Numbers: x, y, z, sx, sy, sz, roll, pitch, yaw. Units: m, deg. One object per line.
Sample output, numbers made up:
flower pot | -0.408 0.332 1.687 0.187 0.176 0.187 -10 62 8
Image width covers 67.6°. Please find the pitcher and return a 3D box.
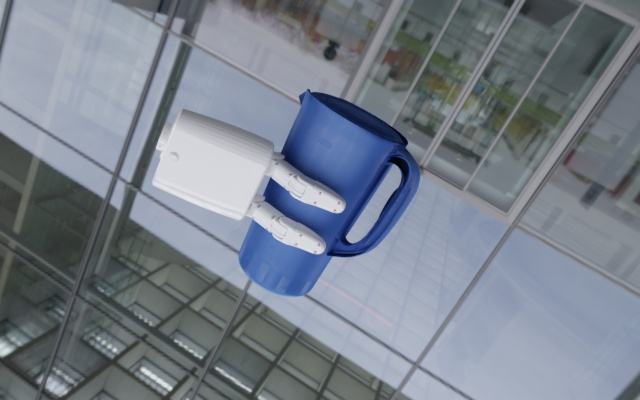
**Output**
pitcher | 0.000 0.002 0.583 0.145 0.243 0.149 22 20 -18
